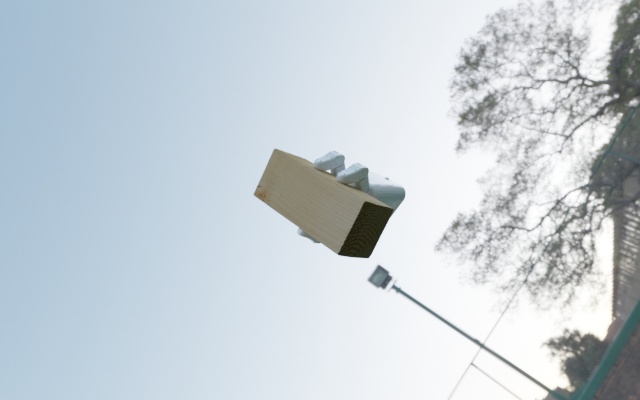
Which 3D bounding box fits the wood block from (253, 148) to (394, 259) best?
[{"bbox_3d":[0.000,0.003,0.771,0.206,0.091,0.090,32,11,37],"label":"wood block"}]
